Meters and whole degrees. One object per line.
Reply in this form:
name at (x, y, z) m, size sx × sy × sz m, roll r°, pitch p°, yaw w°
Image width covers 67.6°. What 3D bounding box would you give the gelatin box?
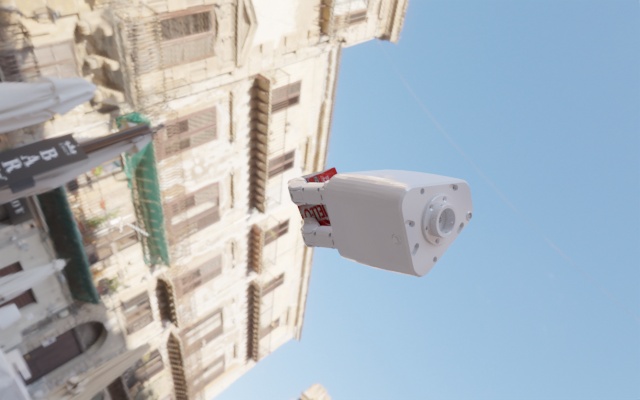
gelatin box at (0.000, 0.002, 0.597) m, size 0.030 × 0.073 × 0.089 m, roll -26°, pitch 8°, yaw -28°
